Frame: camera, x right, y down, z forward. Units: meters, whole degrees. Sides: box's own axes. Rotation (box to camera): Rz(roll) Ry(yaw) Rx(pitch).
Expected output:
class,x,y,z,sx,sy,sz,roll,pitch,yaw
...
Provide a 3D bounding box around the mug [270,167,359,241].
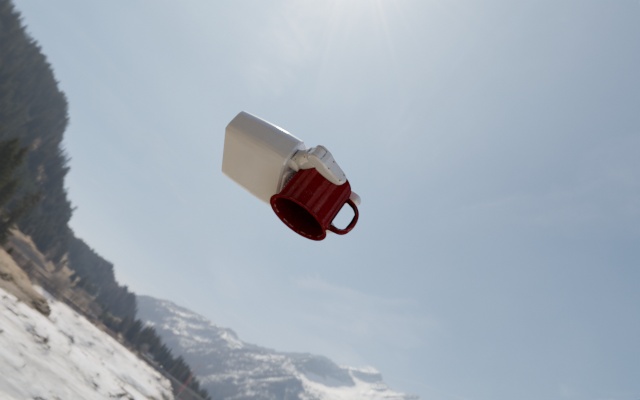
class,x,y,z,sx,sy,sz,roll,pitch,yaw
mug,0.001,0.003,0.664,0.117,0.081,0.093,31,-27,13
